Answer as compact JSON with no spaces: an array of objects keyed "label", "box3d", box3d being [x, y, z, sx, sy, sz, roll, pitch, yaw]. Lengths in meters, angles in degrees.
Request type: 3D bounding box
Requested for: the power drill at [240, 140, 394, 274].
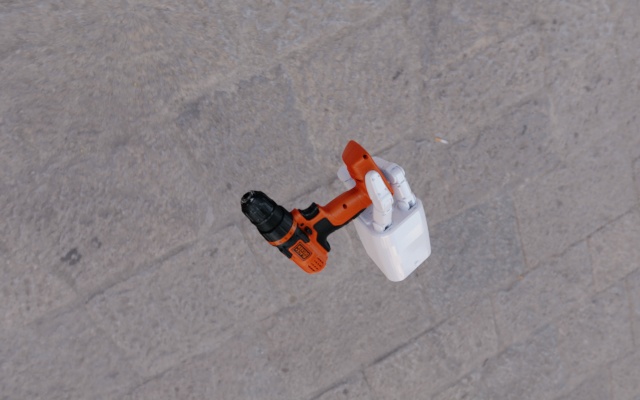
[{"label":"power drill","box3d":[0.001,0.002,0.683,0.184,0.187,0.057,48,2,-42]}]
